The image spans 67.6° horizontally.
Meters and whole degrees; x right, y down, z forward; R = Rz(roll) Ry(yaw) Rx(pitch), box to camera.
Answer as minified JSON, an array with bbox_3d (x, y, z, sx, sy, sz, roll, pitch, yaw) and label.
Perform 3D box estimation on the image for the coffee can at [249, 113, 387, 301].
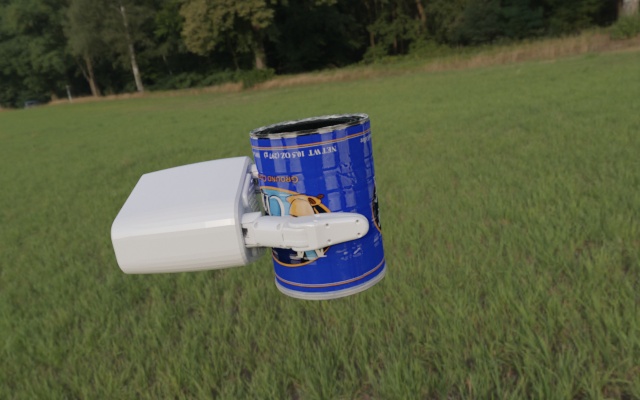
[{"bbox_3d":[0.000,0.002,0.421,0.103,0.140,0.102,-8,15,2],"label":"coffee can"}]
